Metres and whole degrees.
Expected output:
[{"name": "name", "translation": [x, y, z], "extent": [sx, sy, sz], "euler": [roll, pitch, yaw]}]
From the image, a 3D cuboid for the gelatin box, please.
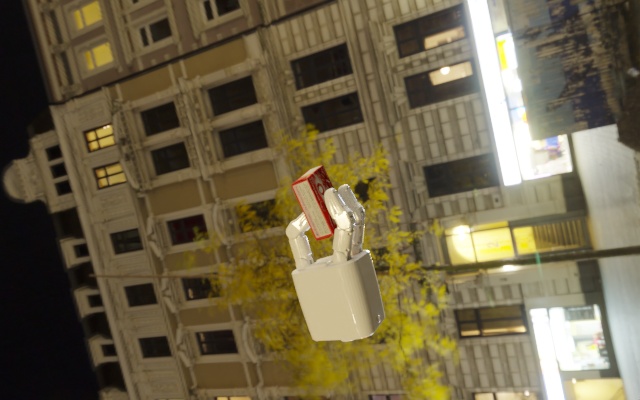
[{"name": "gelatin box", "translation": [0.000, 0.002, 0.673], "extent": [0.030, 0.089, 0.073], "euler": [-21, 11, 23]}]
